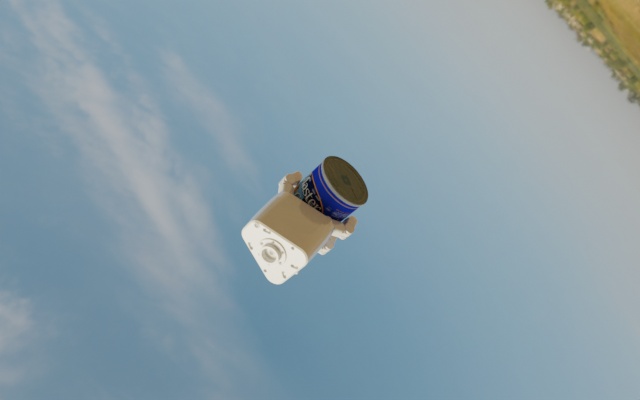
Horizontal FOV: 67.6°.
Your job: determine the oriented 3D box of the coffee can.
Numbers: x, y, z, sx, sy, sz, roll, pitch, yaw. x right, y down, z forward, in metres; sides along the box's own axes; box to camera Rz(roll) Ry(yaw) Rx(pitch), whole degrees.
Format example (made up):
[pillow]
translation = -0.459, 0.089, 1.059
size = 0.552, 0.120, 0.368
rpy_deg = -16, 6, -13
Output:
[coffee can]
translation = 0.000, 0.003, 0.849
size = 0.103, 0.102, 0.140
rpy_deg = 0, -33, -49
